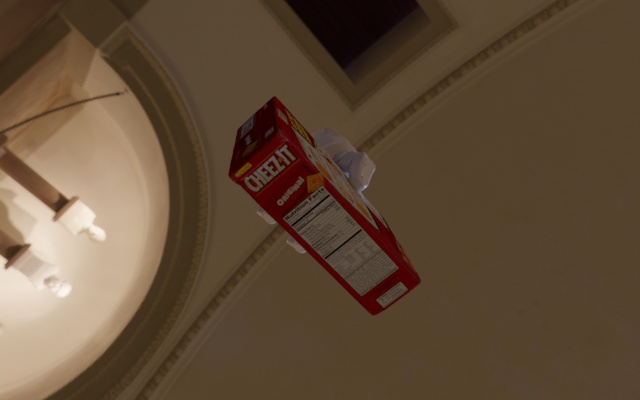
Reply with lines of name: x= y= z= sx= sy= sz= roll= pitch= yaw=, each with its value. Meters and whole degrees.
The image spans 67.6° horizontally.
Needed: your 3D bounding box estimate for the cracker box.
cracker box: x=0.000 y=0.002 z=0.518 sx=0.072 sy=0.214 sz=0.164 roll=-40 pitch=21 yaw=9
